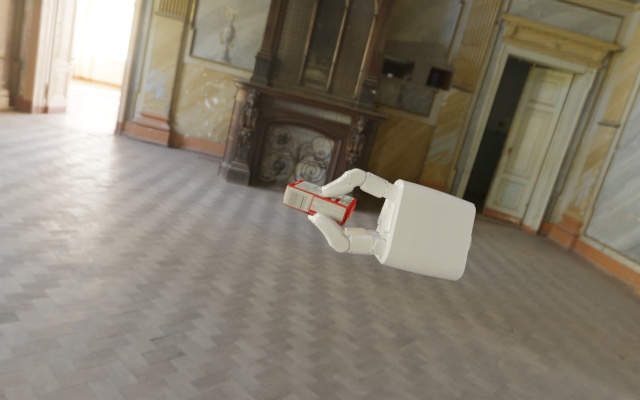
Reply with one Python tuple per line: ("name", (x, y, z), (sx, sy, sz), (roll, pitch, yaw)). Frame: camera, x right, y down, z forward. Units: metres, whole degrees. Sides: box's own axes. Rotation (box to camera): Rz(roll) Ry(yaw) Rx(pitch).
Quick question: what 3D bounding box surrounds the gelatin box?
("gelatin box", (0.000, 0.002, 0.653), (0.089, 0.030, 0.073), (21, 12, 8))
